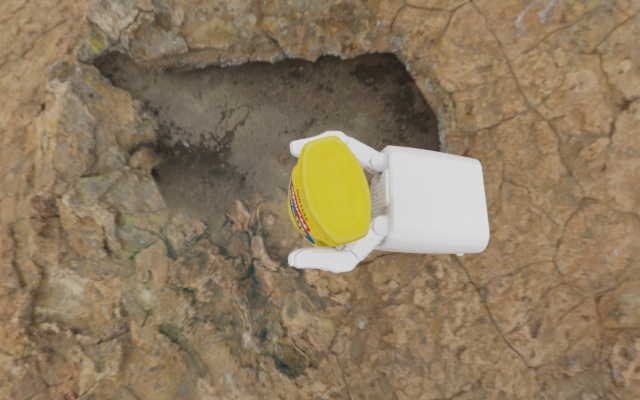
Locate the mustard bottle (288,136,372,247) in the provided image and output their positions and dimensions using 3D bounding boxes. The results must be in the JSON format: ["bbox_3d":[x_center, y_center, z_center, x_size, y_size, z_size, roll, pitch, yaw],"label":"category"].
[{"bbox_3d":[0.000,0.002,0.501,0.058,0.096,0.191,-18,-4,-11],"label":"mustard bottle"}]
